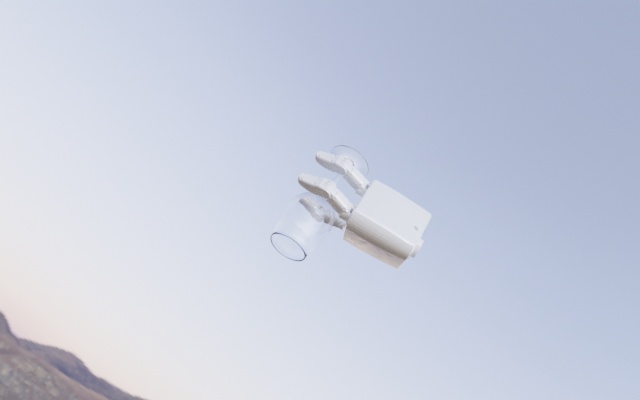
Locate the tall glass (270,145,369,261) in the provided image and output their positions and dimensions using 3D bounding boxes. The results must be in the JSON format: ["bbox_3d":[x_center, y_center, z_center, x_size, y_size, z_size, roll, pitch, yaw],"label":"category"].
[{"bbox_3d":[0.000,0.002,0.760,0.079,0.079,0.201,0,42,42],"label":"tall glass"}]
